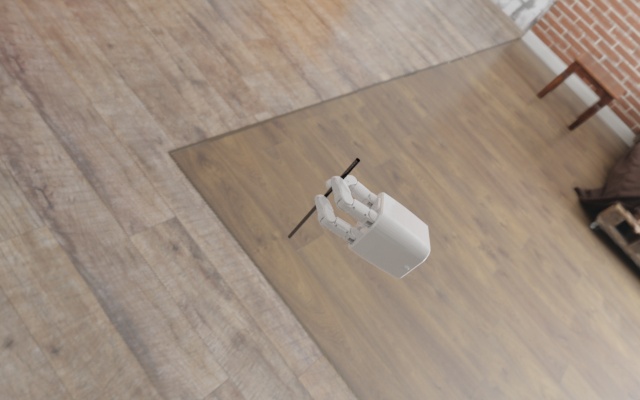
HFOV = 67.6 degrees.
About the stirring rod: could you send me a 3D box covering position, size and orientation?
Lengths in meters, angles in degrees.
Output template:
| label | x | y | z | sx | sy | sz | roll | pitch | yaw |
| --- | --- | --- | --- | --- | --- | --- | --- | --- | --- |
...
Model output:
| label | x | y | z | sx | sy | sz | roll | pitch | yaw |
| --- | --- | --- | --- | --- | --- | --- | --- | --- | --- |
| stirring rod | 0.000 | 0.003 | 0.833 | 0.011 | 0.011 | 0.240 | 0 | -34 | -36 |
